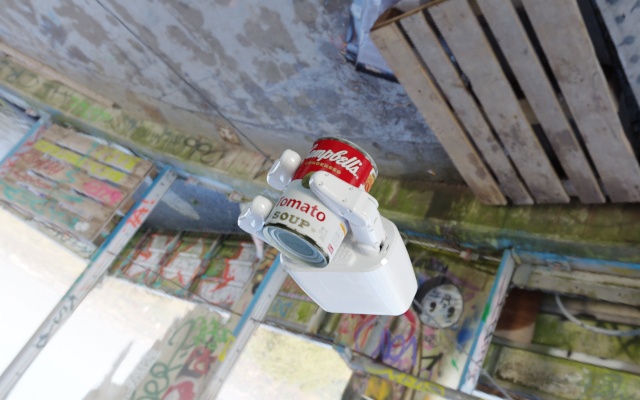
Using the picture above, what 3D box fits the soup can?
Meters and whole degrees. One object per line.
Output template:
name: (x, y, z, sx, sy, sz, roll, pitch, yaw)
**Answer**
soup can: (0.000, 0.001, 0.433, 0.068, 0.102, 0.068, 25, -25, 12)
